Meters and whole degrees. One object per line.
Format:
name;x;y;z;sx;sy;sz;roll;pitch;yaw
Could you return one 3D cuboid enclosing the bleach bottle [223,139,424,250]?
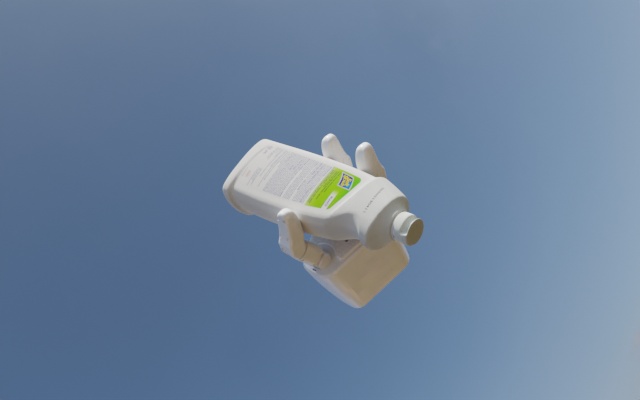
bleach bottle;0.000;0.002;0.545;0.250;0.102;0.068;22;-19;41
